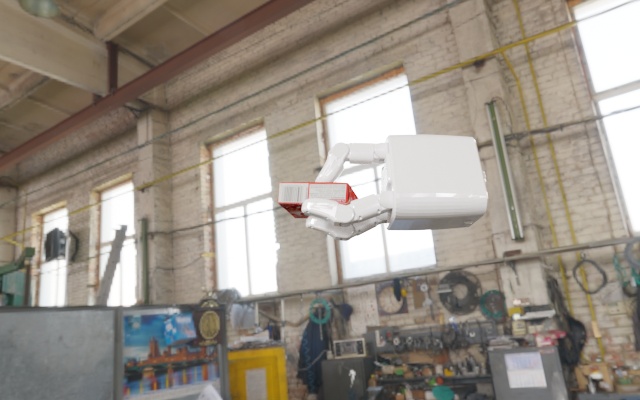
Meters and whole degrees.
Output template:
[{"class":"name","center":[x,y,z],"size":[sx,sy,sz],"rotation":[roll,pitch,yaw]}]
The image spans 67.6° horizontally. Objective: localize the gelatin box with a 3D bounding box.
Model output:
[{"class":"gelatin box","center":[0.000,0.001,0.592],"size":[0.089,0.030,0.073],"rotation":[1,-16,15]}]
